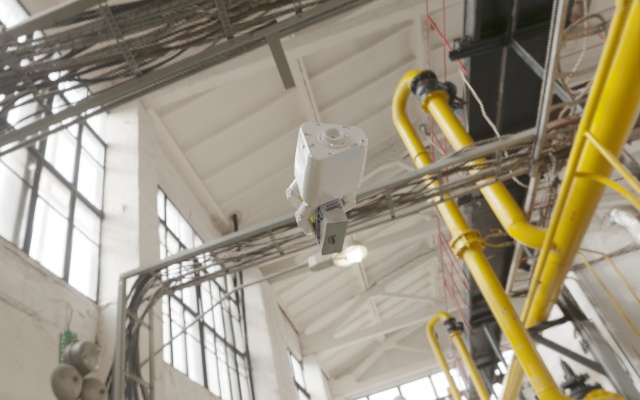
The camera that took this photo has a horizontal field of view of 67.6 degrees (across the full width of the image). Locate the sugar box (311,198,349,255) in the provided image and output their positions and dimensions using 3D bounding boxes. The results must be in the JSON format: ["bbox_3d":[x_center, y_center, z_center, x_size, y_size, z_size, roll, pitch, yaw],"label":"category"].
[{"bbox_3d":[0.000,0.003,0.878,0.048,0.176,0.093,-7,-40,-13],"label":"sugar box"}]
